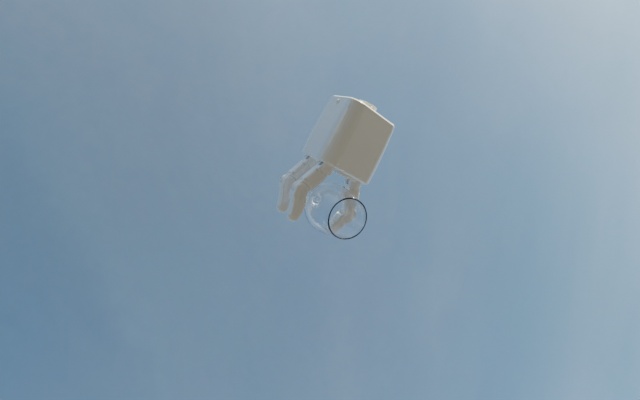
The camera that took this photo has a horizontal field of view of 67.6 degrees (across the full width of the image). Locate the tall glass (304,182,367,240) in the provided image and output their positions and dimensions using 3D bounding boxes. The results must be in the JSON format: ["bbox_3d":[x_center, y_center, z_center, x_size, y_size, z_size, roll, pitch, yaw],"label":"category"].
[{"bbox_3d":[0.000,0.002,0.760,0.079,0.079,0.201,0,14,-24],"label":"tall glass"}]
